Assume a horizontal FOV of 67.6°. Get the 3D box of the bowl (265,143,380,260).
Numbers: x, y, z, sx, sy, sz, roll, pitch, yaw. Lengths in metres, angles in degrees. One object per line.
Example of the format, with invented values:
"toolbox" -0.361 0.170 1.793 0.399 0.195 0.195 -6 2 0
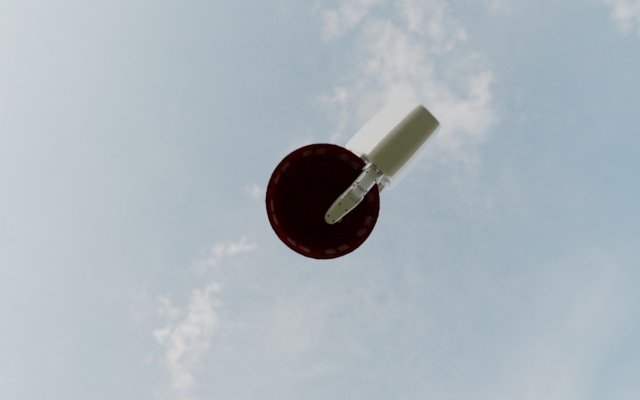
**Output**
"bowl" -0.001 0.003 0.681 0.162 0.162 0.055 0 -3 -12
